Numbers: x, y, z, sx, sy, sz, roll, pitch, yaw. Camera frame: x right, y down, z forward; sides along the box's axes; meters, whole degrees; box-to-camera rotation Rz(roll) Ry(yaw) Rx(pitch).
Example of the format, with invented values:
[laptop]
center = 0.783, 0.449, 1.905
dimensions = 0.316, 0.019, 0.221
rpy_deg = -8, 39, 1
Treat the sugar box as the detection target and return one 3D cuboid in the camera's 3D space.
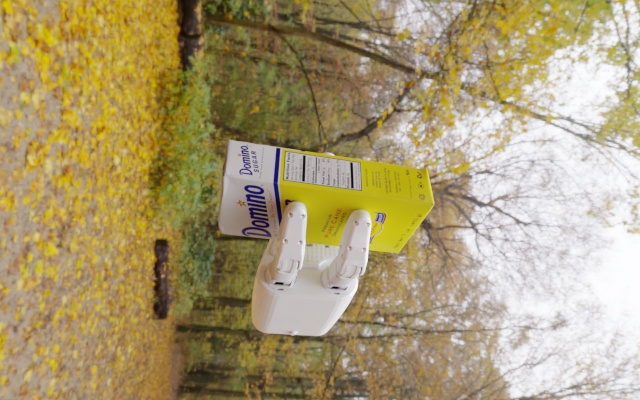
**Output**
[sugar box]
center = 0.000, 0.002, 0.426
dimensions = 0.176, 0.048, 0.093
rpy_deg = 5, -35, -11
